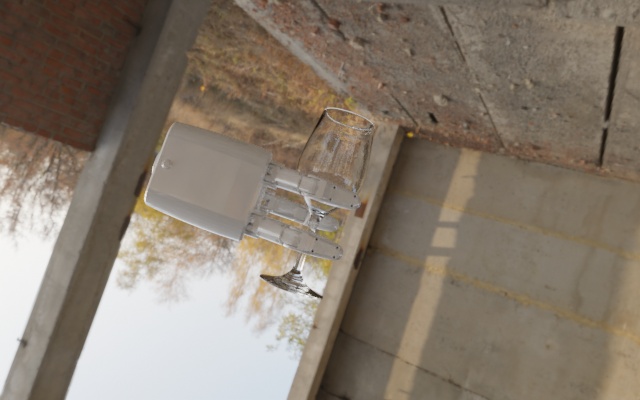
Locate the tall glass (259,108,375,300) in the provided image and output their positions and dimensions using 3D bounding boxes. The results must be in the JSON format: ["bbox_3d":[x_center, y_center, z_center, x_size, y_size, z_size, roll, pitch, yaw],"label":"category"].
[{"bbox_3d":[0.000,0.002,0.530,0.079,0.201,0.079,19,-3,1],"label":"tall glass"}]
